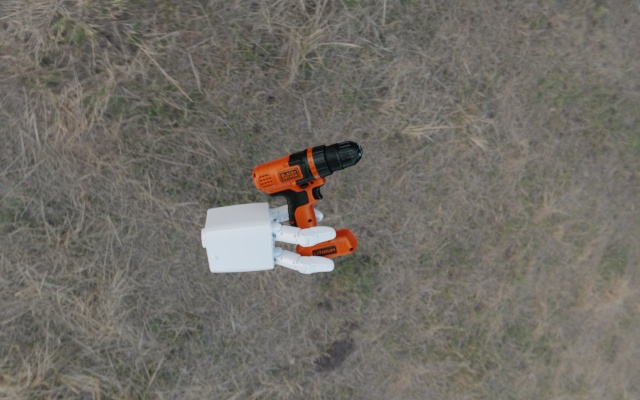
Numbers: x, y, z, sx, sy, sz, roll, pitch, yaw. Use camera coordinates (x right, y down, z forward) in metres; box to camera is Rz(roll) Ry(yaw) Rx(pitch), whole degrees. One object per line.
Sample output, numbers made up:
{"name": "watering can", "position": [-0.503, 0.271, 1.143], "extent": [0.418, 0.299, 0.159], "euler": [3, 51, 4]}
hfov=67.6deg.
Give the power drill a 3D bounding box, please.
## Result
{"name": "power drill", "position": [0.000, 0.003, 0.793], "extent": [0.184, 0.188, 0.057], "euler": [-14, 20, 16]}
